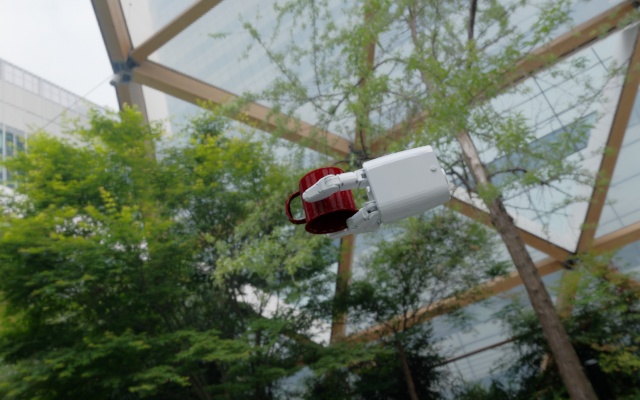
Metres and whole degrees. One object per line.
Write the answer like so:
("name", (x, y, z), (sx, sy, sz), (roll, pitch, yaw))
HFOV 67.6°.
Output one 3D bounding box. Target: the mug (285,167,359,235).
("mug", (-0.001, 0.003, 0.773), (0.117, 0.081, 0.093), (-16, -24, 3))
